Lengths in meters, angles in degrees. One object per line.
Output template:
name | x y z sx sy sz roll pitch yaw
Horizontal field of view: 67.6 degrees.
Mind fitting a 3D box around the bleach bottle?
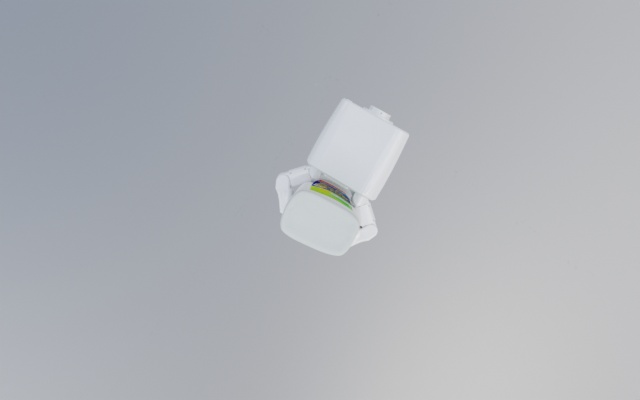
bleach bottle | 0.000 0.002 0.723 0.102 0.068 0.250 27 12 -7
